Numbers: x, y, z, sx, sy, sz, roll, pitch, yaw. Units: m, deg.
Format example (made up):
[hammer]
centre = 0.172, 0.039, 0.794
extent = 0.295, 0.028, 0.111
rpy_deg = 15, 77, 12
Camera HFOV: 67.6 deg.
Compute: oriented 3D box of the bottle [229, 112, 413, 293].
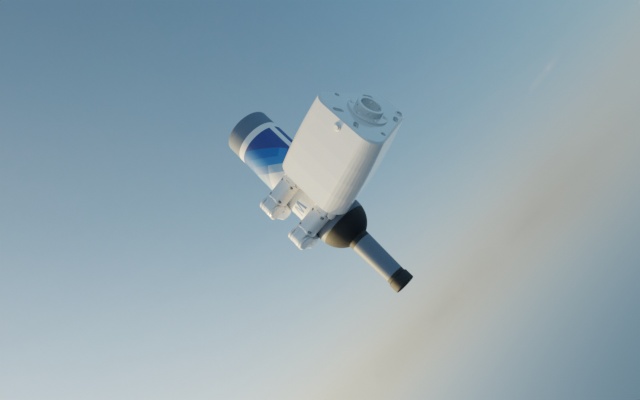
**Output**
[bottle]
centre = 0.000, 0.002, 0.608
extent = 0.295, 0.069, 0.069
rpy_deg = 44, 17, 19
